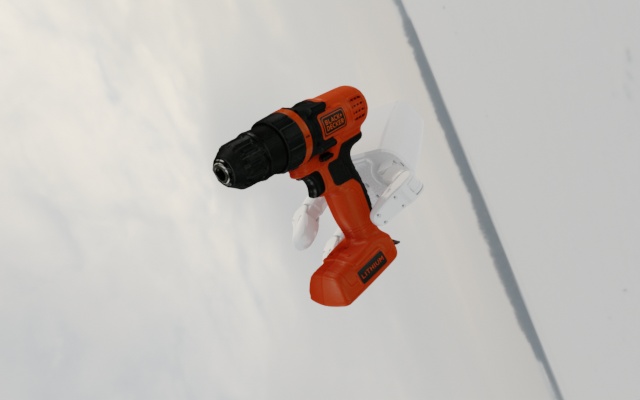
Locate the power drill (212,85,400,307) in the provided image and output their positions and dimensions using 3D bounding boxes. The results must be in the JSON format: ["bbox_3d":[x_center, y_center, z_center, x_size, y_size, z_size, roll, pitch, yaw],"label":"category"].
[{"bbox_3d":[0.000,0.002,0.445,0.057,0.188,0.184,2,27,43],"label":"power drill"}]
